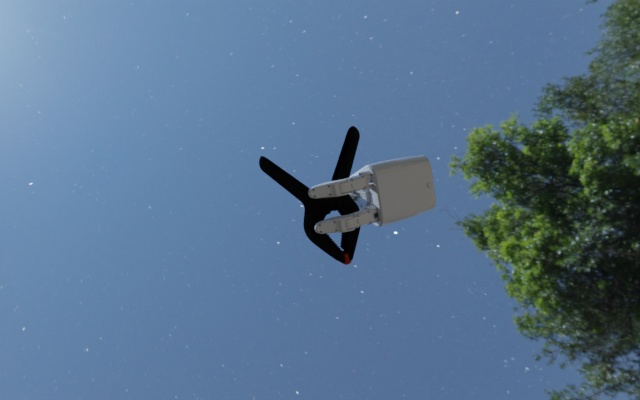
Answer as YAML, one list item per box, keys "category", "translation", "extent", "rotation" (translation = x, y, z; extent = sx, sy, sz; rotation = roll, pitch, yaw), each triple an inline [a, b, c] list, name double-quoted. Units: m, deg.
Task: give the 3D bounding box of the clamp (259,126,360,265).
- category: "clamp"
  translation: [0.000, 0.003, 0.737]
  extent: [0.164, 0.210, 0.036]
  rotation: [-13, 10, -17]
